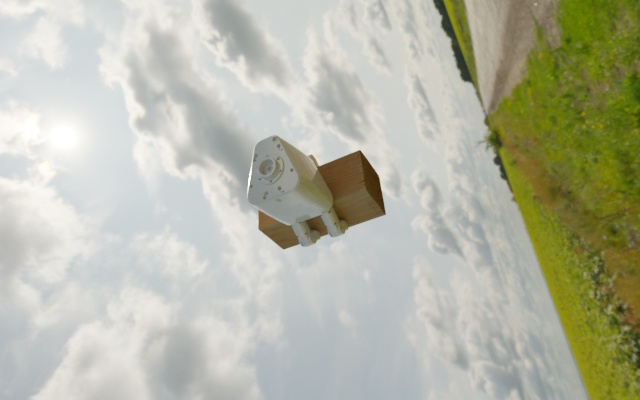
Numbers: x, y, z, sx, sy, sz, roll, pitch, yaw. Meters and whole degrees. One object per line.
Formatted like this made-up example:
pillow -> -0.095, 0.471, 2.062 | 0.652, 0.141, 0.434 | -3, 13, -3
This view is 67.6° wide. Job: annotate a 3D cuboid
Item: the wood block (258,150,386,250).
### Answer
wood block -> 0.000, 0.002, 0.849 | 0.206, 0.090, 0.090 | -20, -39, 21
